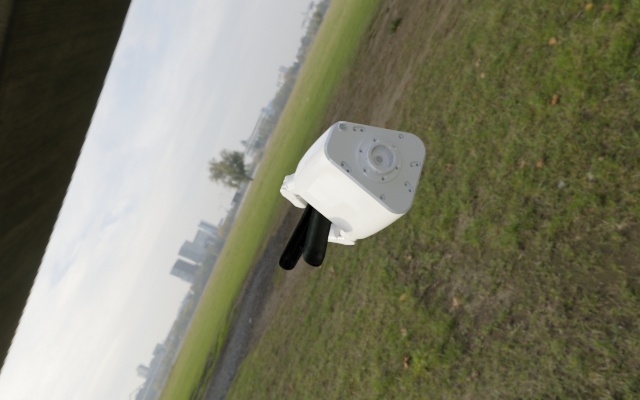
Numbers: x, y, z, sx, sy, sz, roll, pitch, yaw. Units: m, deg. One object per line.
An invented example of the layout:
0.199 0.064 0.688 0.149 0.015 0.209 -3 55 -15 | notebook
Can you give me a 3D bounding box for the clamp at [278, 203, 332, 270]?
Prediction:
0.000 0.001 0.645 0.036 0.210 0.164 25 -22 -12 | clamp
